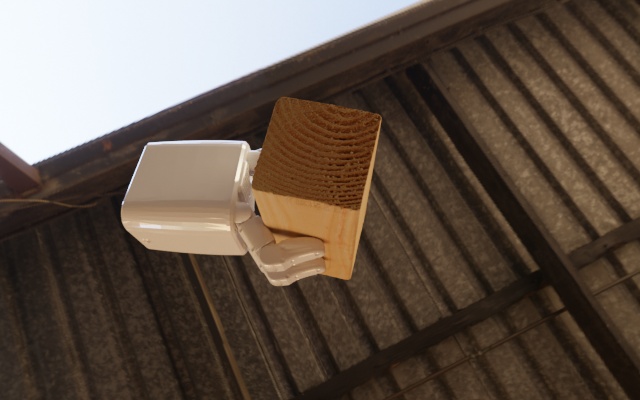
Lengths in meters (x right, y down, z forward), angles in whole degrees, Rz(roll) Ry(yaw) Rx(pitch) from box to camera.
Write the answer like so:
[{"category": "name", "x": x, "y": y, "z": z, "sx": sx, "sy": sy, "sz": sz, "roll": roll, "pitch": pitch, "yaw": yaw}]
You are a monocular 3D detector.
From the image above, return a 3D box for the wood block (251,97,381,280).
[{"category": "wood block", "x": 0.000, "y": 0.001, "z": 0.471, "sx": 0.090, "sy": 0.090, "sz": 0.206, "roll": 11, "pitch": -23, "yaw": 6}]
